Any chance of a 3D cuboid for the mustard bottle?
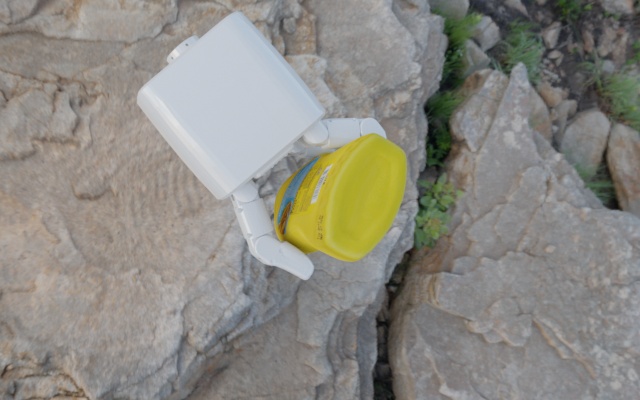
[{"bbox_3d":[0.000,0.002,0.431,0.058,0.096,0.191,27,-12,-18],"label":"mustard bottle"}]
